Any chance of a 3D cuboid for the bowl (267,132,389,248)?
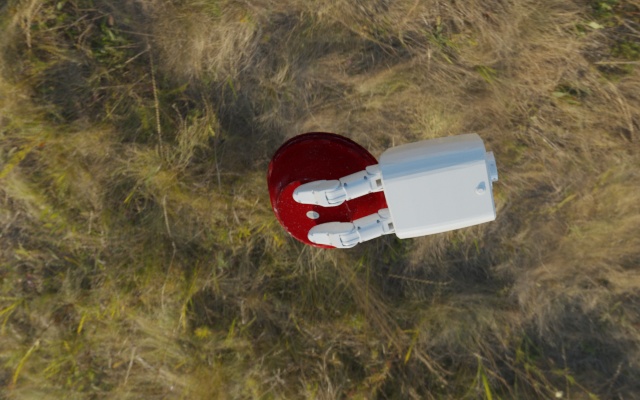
[{"bbox_3d":[-0.001,0.003,0.575,0.162,0.162,0.055,0,30,21],"label":"bowl"}]
